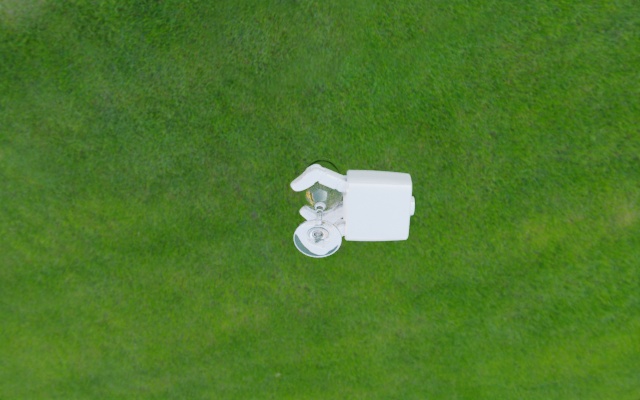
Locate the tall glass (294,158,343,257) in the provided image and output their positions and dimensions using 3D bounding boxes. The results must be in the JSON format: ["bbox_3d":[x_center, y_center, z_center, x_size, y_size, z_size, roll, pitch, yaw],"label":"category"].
[{"bbox_3d":[0.000,0.003,0.812,0.079,0.079,0.201,0,35,3],"label":"tall glass"}]
